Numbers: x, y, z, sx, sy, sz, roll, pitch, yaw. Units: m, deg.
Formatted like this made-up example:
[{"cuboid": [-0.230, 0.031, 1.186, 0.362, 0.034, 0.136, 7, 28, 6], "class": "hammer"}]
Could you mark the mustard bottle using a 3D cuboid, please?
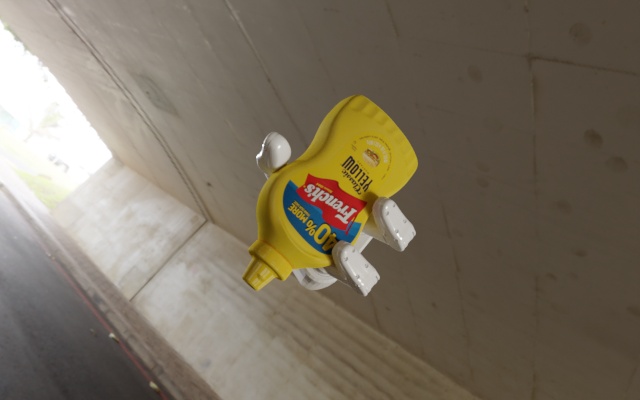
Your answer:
[{"cuboid": [0.000, 0.001, 0.427, 0.096, 0.191, 0.058, 47, -19, -19], "class": "mustard bottle"}]
